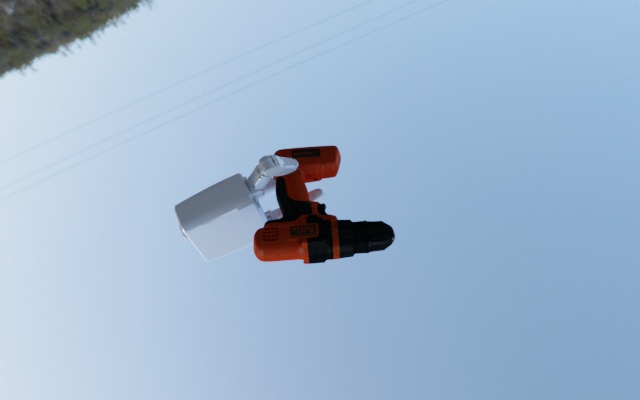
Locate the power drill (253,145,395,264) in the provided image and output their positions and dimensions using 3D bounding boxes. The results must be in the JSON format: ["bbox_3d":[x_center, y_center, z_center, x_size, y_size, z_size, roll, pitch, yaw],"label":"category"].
[{"bbox_3d":[0.000,0.002,0.668,0.184,0.187,0.057,-3,-45,-2],"label":"power drill"}]
